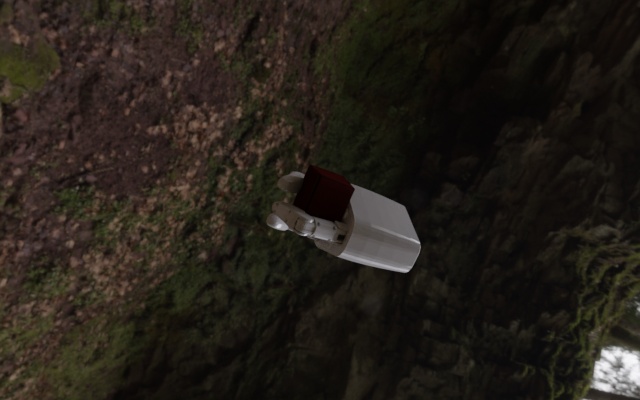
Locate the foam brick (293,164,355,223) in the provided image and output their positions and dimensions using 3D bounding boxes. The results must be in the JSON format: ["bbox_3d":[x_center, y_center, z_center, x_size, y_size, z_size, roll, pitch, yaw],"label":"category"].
[{"bbox_3d":[0.000,0.002,0.609,0.051,0.078,0.053,18,16,-21],"label":"foam brick"}]
